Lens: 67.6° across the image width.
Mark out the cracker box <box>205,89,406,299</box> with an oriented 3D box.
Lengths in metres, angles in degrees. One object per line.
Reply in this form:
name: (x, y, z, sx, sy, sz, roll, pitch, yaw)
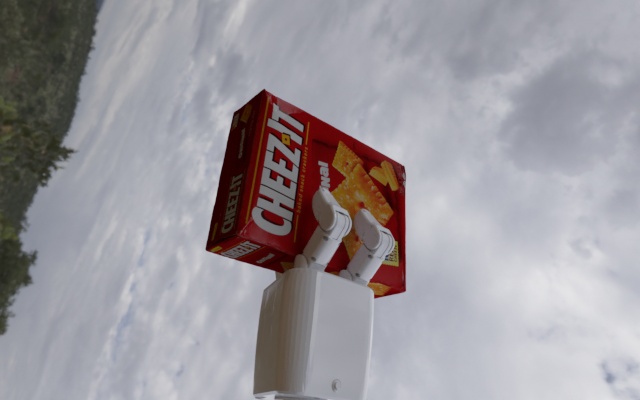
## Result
cracker box: (0.000, 0.002, 0.519, 0.214, 0.164, 0.072, 24, -31, -32)
